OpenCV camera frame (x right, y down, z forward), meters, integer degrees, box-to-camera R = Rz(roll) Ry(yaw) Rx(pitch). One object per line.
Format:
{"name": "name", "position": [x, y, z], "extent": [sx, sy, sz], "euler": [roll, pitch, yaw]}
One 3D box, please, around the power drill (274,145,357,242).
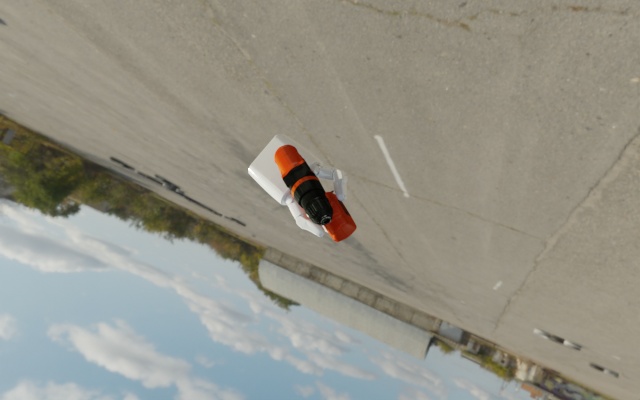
{"name": "power drill", "position": [0.000, 0.003, 0.859], "extent": [0.057, 0.184, 0.188], "euler": [-34, -38, 5]}
